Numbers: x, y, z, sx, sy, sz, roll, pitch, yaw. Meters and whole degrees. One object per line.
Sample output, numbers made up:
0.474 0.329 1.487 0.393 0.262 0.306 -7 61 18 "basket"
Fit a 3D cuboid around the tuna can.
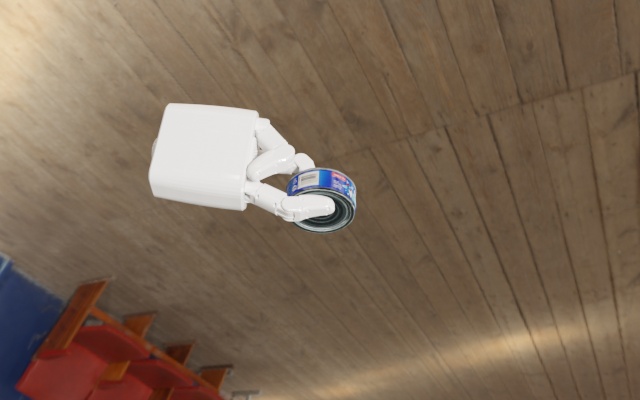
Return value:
0.000 0.002 0.572 0.086 0.033 0.086 1 -41 1 "tuna can"
